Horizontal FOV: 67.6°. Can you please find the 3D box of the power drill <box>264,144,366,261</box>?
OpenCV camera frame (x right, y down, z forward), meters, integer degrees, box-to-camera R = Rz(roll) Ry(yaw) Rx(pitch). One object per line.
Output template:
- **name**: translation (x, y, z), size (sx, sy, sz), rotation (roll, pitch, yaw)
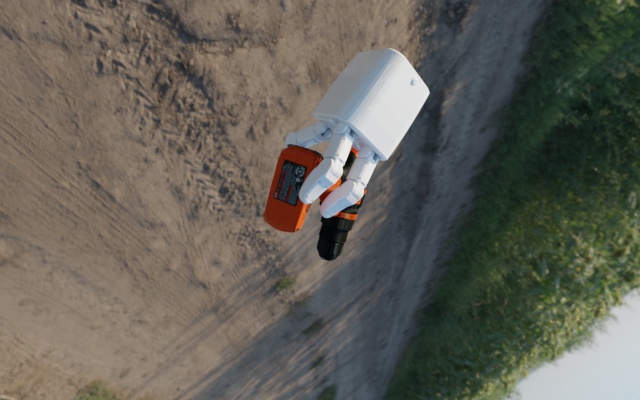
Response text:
- **power drill**: translation (0.000, 0.002, 0.660), size (0.057, 0.184, 0.187), rotation (18, 8, 26)
